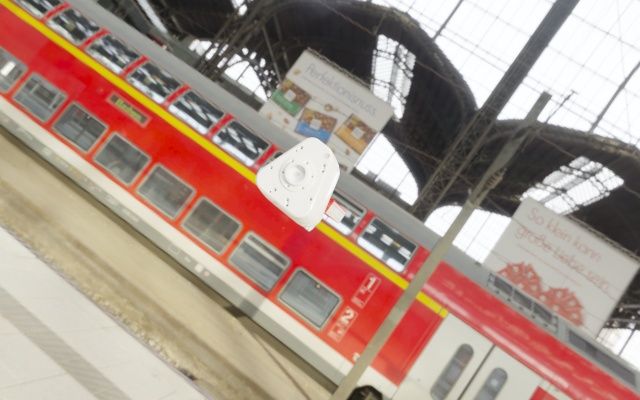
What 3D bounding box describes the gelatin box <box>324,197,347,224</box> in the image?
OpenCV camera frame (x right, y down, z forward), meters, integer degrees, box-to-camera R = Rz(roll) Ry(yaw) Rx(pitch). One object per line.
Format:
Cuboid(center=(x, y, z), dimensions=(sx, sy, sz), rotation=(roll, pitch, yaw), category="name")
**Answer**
Cuboid(center=(0.000, 0.002, 0.842), dimensions=(0.073, 0.030, 0.089), rotation=(35, -1, 22), category="gelatin box")
